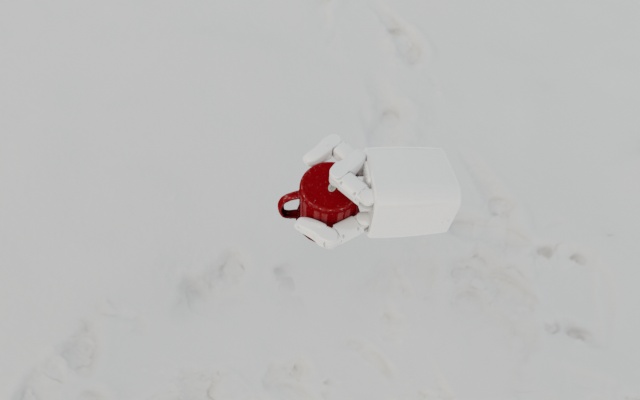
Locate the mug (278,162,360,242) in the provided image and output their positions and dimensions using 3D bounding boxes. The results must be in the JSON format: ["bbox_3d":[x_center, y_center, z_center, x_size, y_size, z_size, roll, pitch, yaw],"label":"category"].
[{"bbox_3d":[-0.001,0.002,0.649,0.117,0.093,0.082,-3,-32,-4],"label":"mug"}]
